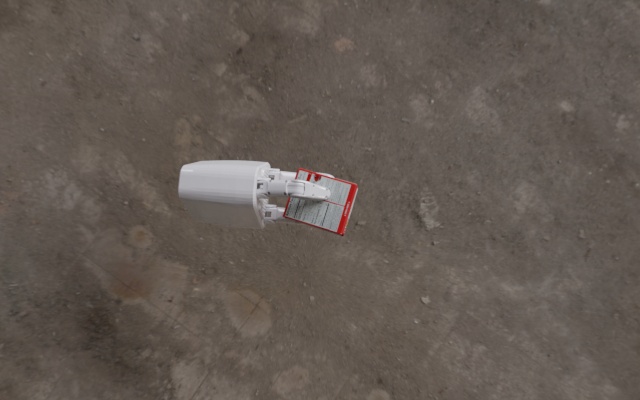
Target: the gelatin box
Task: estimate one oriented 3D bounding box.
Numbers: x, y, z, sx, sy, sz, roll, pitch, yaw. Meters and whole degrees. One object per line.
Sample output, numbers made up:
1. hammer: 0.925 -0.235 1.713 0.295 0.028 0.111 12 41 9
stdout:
1. gelatin box: 0.000 0.002 0.668 0.089 0.073 0.030 16 -6 10
